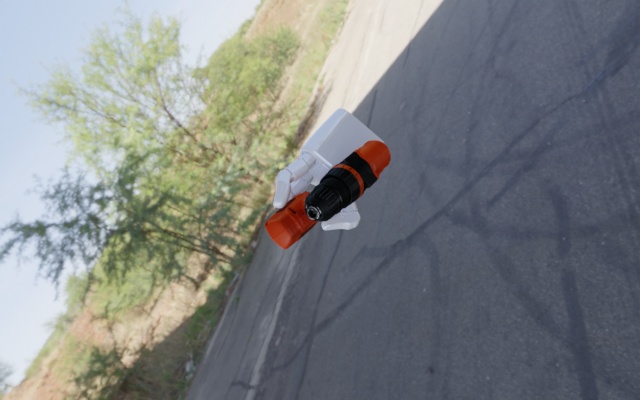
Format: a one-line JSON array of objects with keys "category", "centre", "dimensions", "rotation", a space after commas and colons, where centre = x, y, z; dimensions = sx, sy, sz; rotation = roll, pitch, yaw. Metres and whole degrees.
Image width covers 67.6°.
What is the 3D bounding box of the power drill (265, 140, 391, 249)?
[{"category": "power drill", "centre": [0.000, 0.002, 0.670], "dimensions": [0.188, 0.057, 0.184], "rotation": [-35, 3, 45]}]
